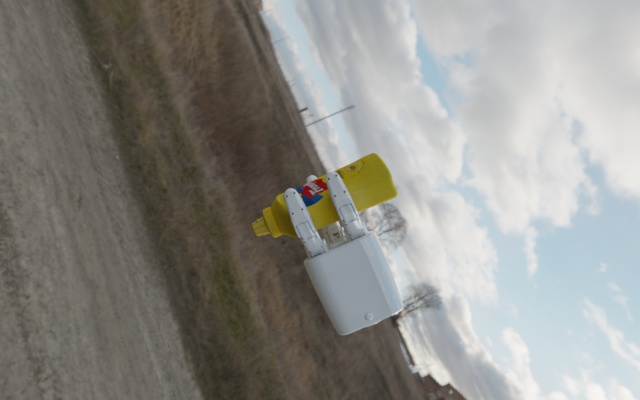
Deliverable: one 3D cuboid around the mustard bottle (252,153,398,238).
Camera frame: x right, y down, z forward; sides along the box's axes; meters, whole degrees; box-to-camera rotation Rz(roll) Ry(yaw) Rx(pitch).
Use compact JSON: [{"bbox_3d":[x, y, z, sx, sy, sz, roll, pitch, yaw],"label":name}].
[{"bbox_3d":[0.000,0.002,0.633,0.191,0.058,0.096,-24,24,2],"label":"mustard bottle"}]
